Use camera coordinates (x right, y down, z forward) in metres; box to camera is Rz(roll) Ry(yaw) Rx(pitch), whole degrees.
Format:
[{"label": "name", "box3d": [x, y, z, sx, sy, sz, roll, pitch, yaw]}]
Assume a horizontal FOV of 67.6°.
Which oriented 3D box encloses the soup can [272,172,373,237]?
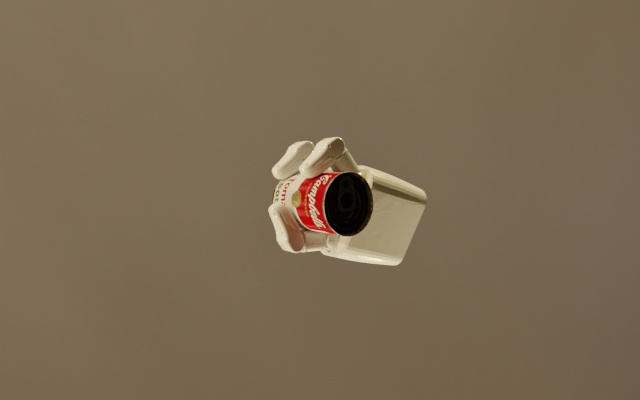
[{"label": "soup can", "box3d": [-0.001, 0.002, 0.535, 0.068, 0.068, 0.102, 0, 2, -37]}]
